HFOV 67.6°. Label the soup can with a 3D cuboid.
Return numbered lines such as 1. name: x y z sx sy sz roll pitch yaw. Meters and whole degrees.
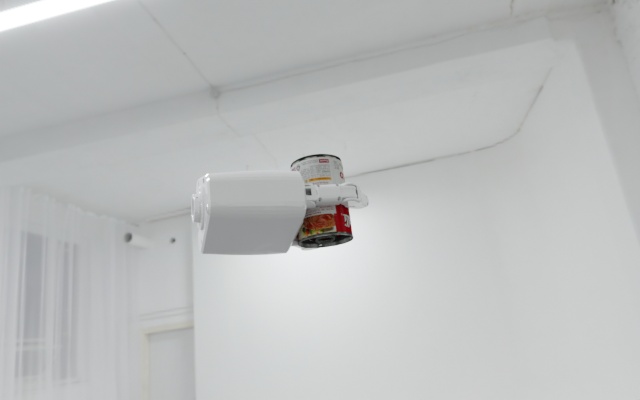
1. soup can: 0.001 0.002 0.589 0.068 0.102 0.068 -7 -17 -2
